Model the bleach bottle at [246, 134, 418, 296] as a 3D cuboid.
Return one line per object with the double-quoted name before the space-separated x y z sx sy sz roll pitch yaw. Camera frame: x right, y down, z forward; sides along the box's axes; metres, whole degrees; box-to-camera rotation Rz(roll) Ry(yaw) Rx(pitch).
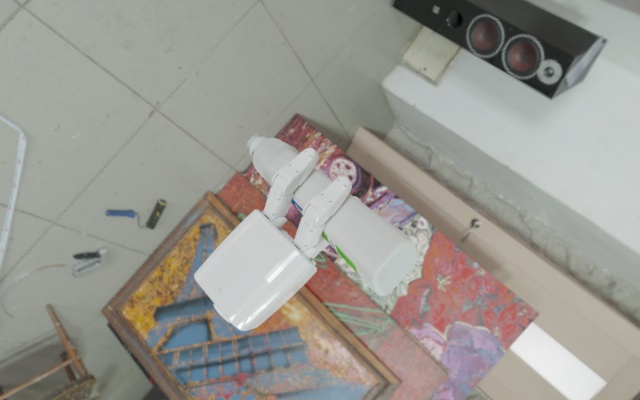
"bleach bottle" 0.000 0.002 0.576 0.250 0.068 0.103 41 -7 27
